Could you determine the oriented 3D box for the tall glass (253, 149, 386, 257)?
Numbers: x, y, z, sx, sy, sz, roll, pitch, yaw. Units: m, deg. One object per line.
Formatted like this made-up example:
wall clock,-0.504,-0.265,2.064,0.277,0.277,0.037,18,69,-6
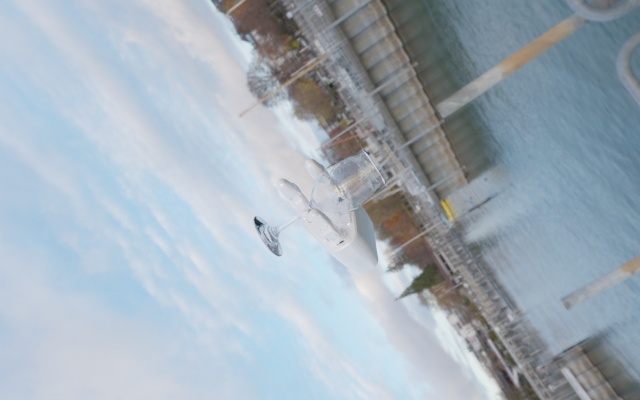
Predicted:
tall glass,-0.001,0.003,0.730,0.201,0.079,0.079,-33,-6,9
